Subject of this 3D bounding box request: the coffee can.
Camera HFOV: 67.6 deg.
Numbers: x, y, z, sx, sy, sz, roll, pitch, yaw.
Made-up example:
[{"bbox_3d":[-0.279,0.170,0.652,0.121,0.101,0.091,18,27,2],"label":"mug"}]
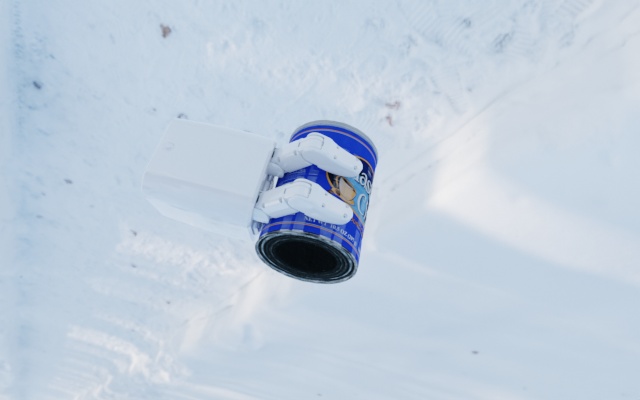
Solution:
[{"bbox_3d":[0.000,0.002,0.501,0.103,0.140,0.103,10,-33,7],"label":"coffee can"}]
